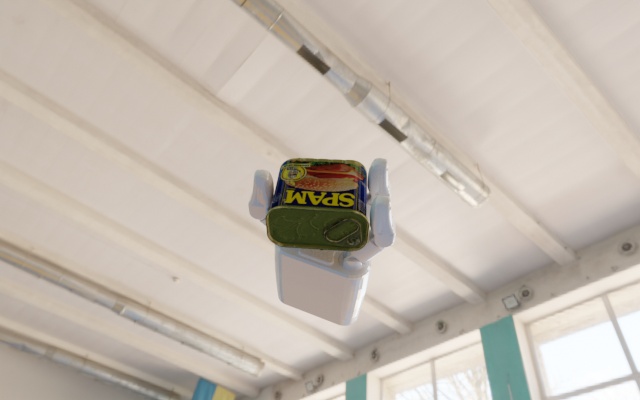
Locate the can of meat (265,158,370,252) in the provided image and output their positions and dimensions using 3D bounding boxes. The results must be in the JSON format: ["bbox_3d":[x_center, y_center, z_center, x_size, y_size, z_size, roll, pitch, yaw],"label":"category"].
[{"bbox_3d":[0.000,0.001,0.500,0.102,0.057,0.083,3,43,3],"label":"can of meat"}]
